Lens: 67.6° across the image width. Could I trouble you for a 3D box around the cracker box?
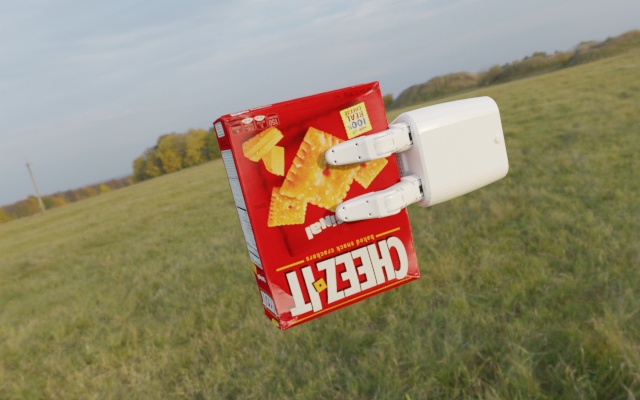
[{"bbox_3d":[0.000,0.001,0.492,0.164,0.214,0.072,-17,9,-18],"label":"cracker box"}]
